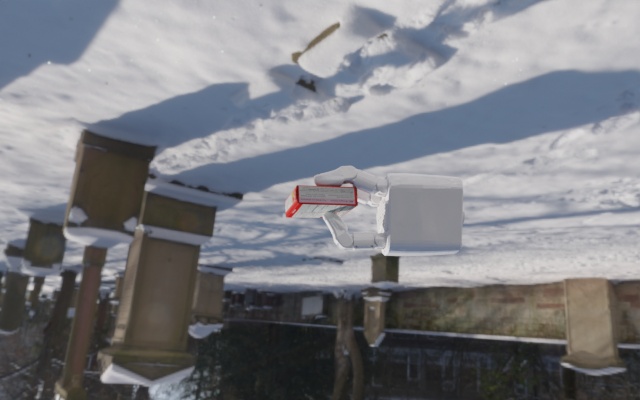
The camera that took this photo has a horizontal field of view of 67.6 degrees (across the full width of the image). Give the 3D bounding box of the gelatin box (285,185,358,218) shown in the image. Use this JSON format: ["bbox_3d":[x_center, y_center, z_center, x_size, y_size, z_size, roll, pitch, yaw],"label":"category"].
[{"bbox_3d":[0.000,0.003,0.682,0.089,0.030,0.073,1,-16,-17],"label":"gelatin box"}]
